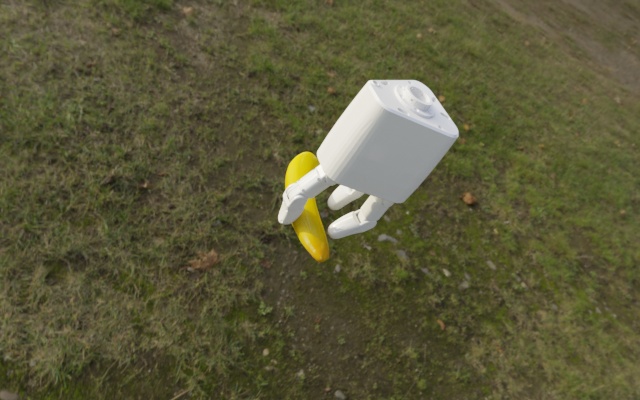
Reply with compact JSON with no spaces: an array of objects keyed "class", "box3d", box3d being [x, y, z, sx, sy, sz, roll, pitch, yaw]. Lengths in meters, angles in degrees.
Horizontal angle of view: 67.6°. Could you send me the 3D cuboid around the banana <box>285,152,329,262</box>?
[{"class":"banana","box3d":[-0.016,-0.008,0.625,0.069,0.197,0.037,26,-53,-19]}]
